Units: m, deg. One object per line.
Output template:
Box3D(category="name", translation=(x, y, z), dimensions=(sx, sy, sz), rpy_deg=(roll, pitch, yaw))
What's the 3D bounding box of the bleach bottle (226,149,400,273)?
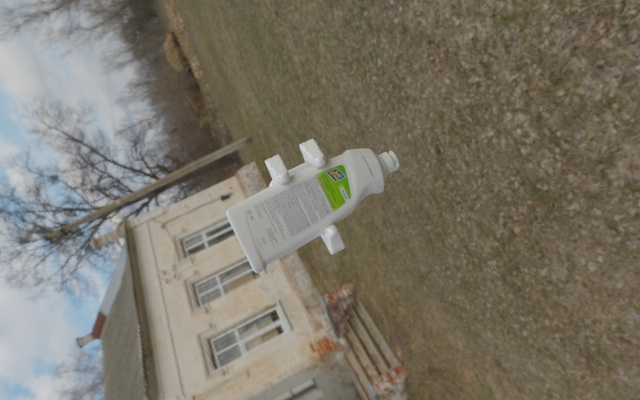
Box3D(category="bleach bottle", translation=(0.000, 0.002, 0.679), dimensions=(0.251, 0.102, 0.068), rpy_deg=(-26, 2, -8))
